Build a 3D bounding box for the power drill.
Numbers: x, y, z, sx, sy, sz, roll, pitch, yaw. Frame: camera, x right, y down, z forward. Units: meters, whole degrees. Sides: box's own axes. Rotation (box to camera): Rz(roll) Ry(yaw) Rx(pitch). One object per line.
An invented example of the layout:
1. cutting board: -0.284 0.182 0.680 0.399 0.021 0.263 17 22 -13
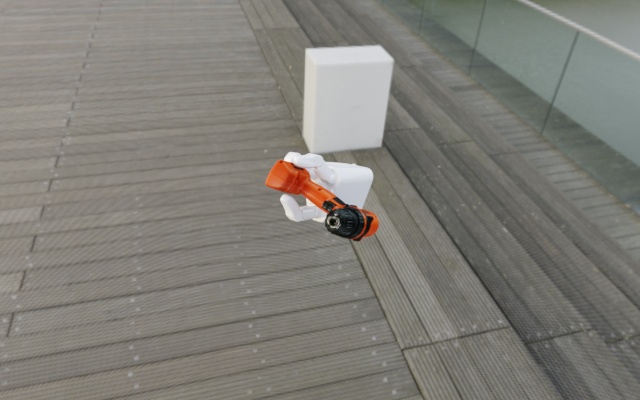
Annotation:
1. power drill: 0.000 0.002 0.803 0.187 0.057 0.184 35 8 21
